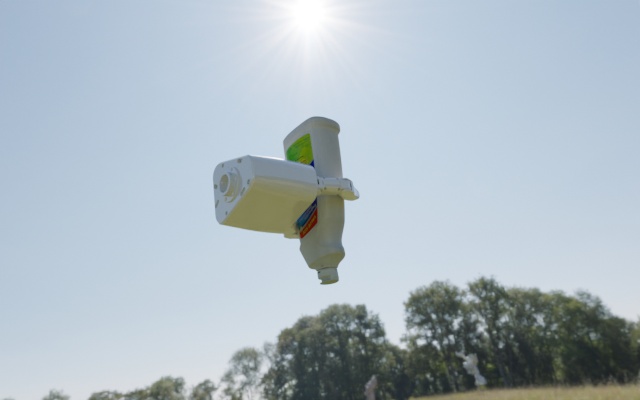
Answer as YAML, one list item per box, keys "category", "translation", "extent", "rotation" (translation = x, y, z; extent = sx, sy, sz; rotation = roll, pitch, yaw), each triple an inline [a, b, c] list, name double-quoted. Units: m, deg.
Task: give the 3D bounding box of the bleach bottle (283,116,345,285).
- category: "bleach bottle"
  translation: [0.000, 0.002, 0.742]
  extent: [0.068, 0.250, 0.102]
  rotation: [9, -28, -39]
